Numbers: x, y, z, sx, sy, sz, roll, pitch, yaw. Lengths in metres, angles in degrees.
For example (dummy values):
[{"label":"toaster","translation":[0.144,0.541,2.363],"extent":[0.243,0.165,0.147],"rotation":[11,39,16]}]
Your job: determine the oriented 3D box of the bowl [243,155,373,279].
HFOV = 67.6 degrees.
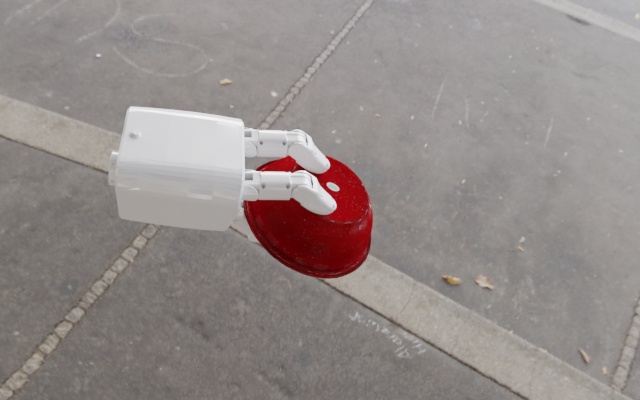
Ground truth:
[{"label":"bowl","translation":[0.001,0.001,0.524],"extent":[0.162,0.162,0.055],"rotation":[0,-35,-35]}]
